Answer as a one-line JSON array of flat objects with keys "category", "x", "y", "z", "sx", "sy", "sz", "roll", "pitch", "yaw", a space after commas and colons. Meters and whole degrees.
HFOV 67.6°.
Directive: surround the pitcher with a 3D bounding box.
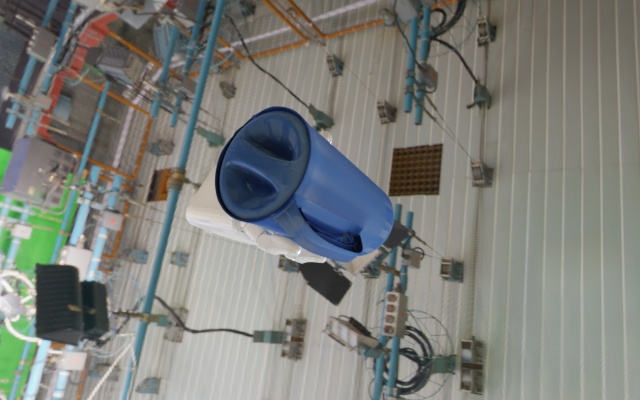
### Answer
[{"category": "pitcher", "x": 0.000, "y": 0.002, "z": 0.596, "sx": 0.145, "sy": 0.149, "sz": 0.243, "roll": 4, "pitch": -16, "yaw": 36}]
